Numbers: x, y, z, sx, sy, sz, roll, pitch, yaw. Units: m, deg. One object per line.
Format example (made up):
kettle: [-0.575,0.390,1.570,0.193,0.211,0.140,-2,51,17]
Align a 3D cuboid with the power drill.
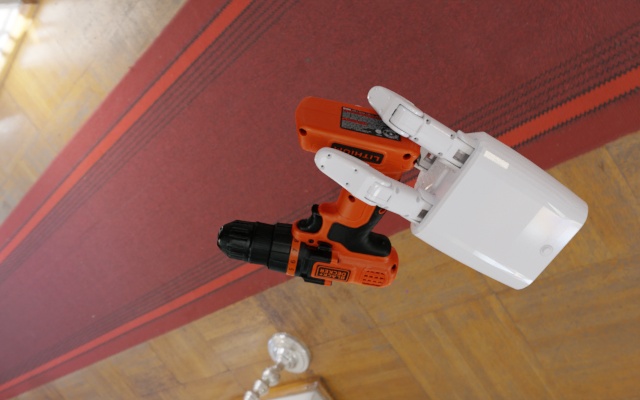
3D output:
power drill: [0.000,0.001,0.442,0.184,0.188,0.057,10,41,-5]
